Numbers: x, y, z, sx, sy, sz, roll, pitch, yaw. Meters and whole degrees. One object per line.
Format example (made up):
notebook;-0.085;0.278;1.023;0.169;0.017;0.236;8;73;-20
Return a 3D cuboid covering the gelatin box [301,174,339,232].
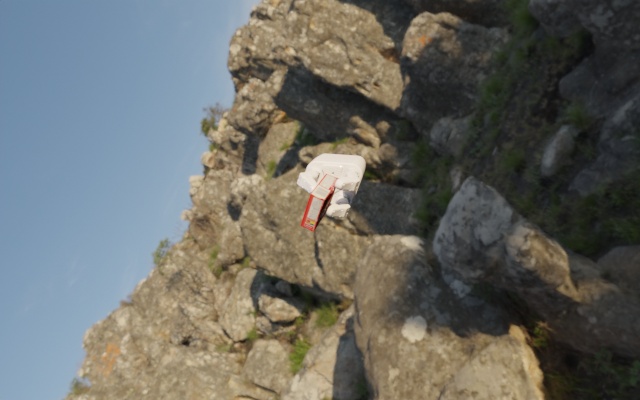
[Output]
gelatin box;0.000;0.003;0.864;0.030;0.073;0.089;24;33;8
